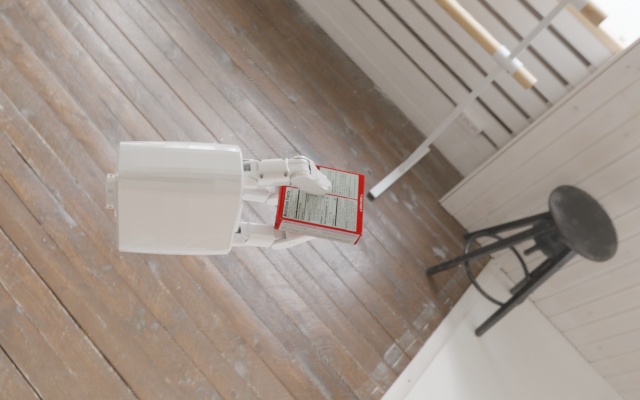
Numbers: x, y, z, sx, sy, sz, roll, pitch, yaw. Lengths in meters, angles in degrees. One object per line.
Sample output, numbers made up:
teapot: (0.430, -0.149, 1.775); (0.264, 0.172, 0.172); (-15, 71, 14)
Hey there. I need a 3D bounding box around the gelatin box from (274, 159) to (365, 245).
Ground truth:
gelatin box: (0.001, 0.001, 0.498); (0.089, 0.073, 0.030); (11, -32, -10)
